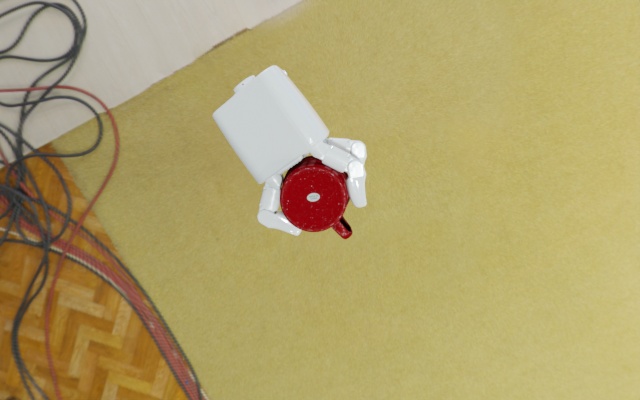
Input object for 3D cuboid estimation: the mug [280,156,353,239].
[{"bbox_3d":[0.001,0.003,0.604,0.093,0.117,0.081,-35,7,8],"label":"mug"}]
